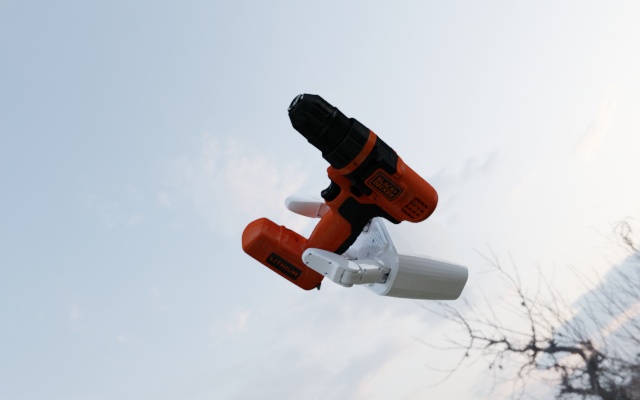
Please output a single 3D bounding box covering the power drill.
[{"bbox_3d":[0.000,0.002,0.500,0.184,0.188,0.057,37,29,-19],"label":"power drill"}]
